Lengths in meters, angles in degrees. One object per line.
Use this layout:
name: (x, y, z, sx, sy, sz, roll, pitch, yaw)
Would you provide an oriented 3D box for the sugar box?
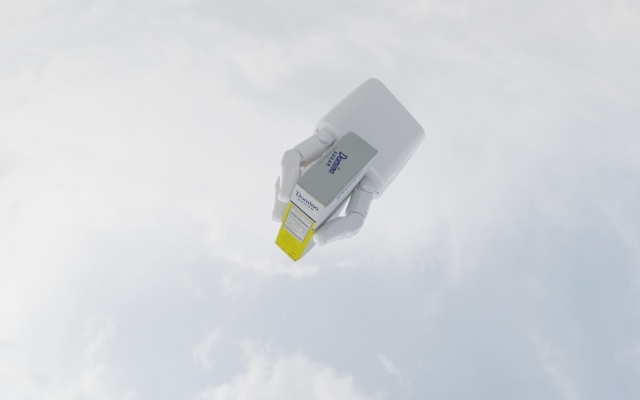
sugar box: (0.000, 0.001, 0.555, 0.048, 0.093, 0.176, 39, -28, 9)
